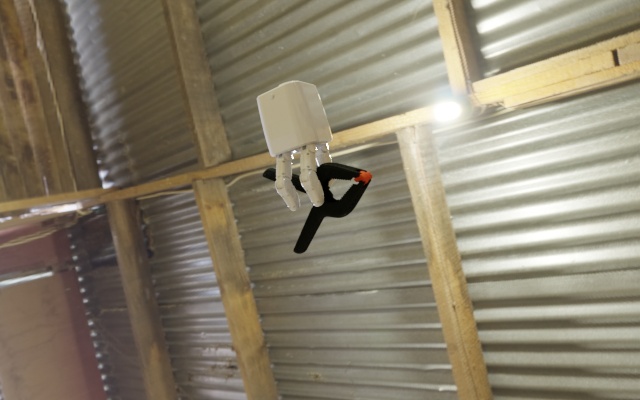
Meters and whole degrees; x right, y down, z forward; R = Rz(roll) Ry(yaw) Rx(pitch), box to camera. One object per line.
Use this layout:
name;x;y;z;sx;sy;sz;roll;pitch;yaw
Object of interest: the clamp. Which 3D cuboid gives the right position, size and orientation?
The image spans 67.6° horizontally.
clamp;0.001;0.002;0.816;0.210;0.164;0.036;-14;6;37
